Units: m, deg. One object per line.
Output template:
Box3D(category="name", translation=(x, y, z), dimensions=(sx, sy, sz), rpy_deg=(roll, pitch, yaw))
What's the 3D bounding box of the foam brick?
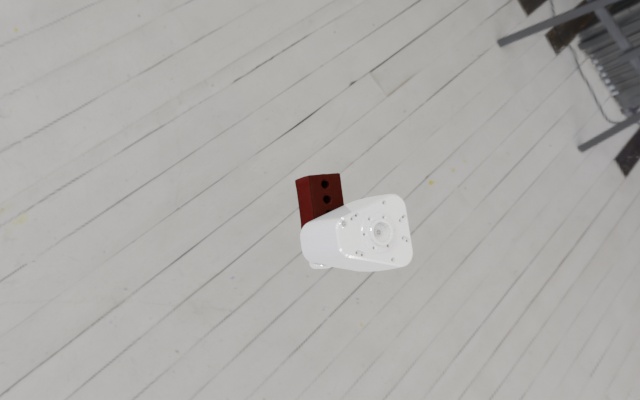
Box3D(category="foam brick", translation=(0.000, 0.002, 0.696), dimensions=(0.053, 0.078, 0.051), rpy_deg=(-6, -6, -25))
